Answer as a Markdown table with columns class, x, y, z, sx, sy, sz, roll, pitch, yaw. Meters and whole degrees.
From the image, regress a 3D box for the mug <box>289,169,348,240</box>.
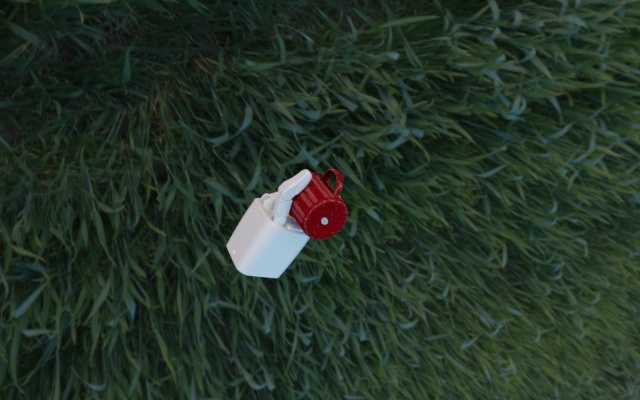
| class | x | y | z | sx | sy | sz | roll | pitch | yaw |
| --- | --- | --- | --- | --- | --- | --- | --- | --- | --- |
| mug | 0.001 | 0.002 | 0.793 | 0.093 | 0.117 | 0.081 | 23 | 18 | -38 |
